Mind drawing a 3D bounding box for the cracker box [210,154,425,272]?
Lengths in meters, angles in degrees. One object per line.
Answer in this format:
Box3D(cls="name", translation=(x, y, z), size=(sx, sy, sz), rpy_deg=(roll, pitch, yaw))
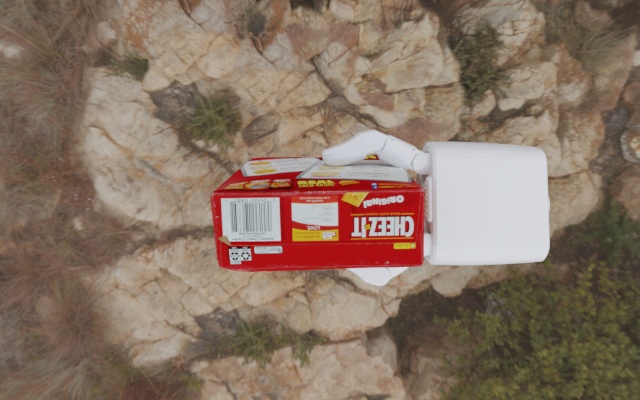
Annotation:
Box3D(cls="cracker box", translation=(0.000, 0.001, 0.466), size=(0.164, 0.072, 0.213), rpy_deg=(-1, 12, 1))
